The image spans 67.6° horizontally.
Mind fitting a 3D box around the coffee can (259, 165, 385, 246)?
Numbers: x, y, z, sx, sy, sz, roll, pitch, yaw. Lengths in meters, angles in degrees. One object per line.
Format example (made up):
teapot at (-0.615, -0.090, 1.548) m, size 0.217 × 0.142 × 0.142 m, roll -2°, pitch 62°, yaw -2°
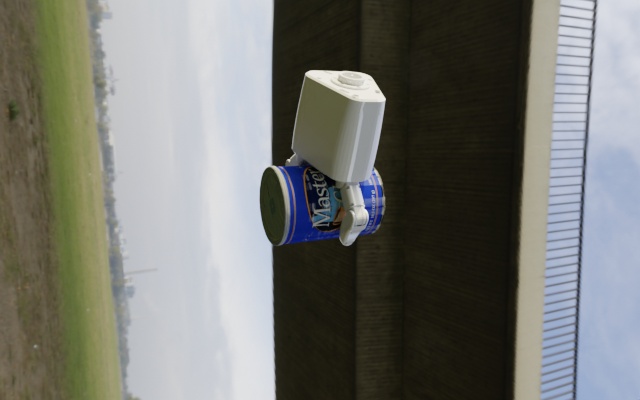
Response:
coffee can at (0.000, 0.002, 0.640) m, size 0.140 × 0.103 × 0.103 m, roll -5°, pitch 2°, yaw -24°
